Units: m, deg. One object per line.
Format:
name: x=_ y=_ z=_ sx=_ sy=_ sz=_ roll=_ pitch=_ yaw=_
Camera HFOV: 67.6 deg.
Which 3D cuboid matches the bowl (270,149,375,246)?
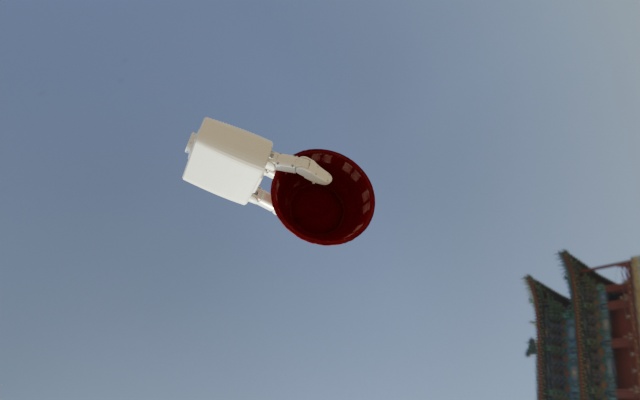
bowl: x=0.001 y=0.003 z=0.739 sx=0.162 sy=0.162 sz=0.055 roll=0 pitch=-26 yaw=-13
